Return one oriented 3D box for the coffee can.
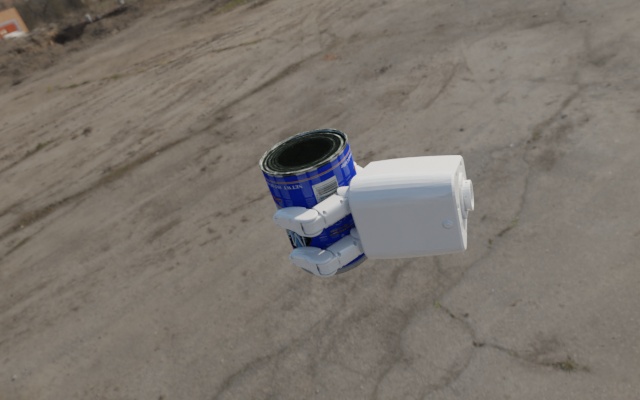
[{"bbox_3d":[0.000,0.002,0.560,0.103,0.140,0.102,-14,30,8],"label":"coffee can"}]
